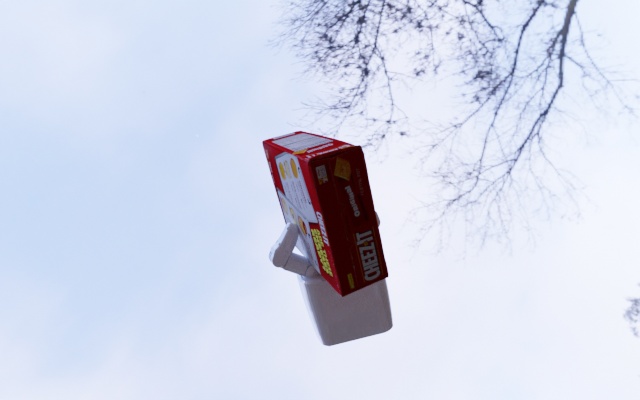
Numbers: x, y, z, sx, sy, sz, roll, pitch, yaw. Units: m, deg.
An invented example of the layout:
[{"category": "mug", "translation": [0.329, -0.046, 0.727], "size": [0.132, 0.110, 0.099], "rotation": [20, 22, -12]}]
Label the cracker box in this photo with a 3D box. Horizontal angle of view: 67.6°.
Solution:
[{"category": "cracker box", "translation": [0.000, 0.002, 0.614], "size": [0.072, 0.164, 0.213], "rotation": [-19, 18, -15]}]
